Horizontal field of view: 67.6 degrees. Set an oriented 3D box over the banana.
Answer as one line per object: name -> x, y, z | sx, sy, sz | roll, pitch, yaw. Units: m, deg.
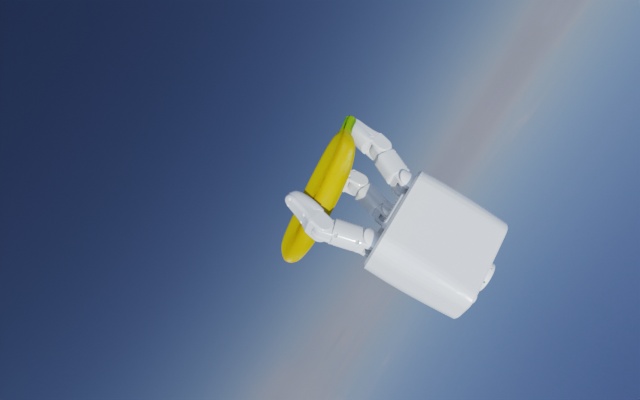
banana -> -0.004, 0.005, 0.527 | 0.037, 0.198, 0.069 | 29, 25, 5
